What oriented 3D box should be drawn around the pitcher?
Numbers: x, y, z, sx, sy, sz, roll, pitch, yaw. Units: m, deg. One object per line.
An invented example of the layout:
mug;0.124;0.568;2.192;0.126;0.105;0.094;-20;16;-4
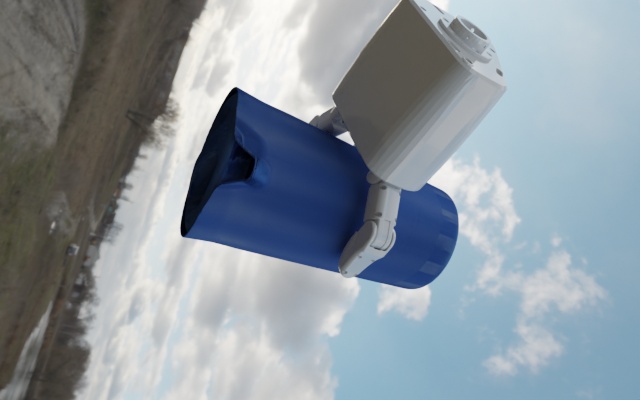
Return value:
pitcher;0.000;0.001;0.454;0.243;0.149;0.145;20;-50;-23
